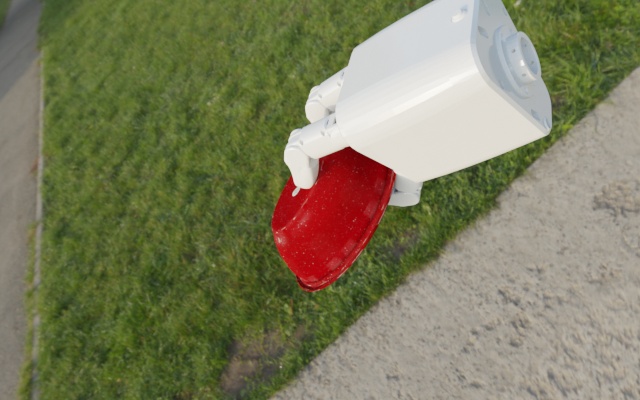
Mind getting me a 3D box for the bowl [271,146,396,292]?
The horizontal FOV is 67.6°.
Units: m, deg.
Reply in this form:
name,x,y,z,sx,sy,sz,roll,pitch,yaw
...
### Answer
name,x,y,z,sx,sy,sz,roll,pitch,yaw
bowl,-0.001,0.002,0.456,0.055,0.162,0.162,30,-10,-18
